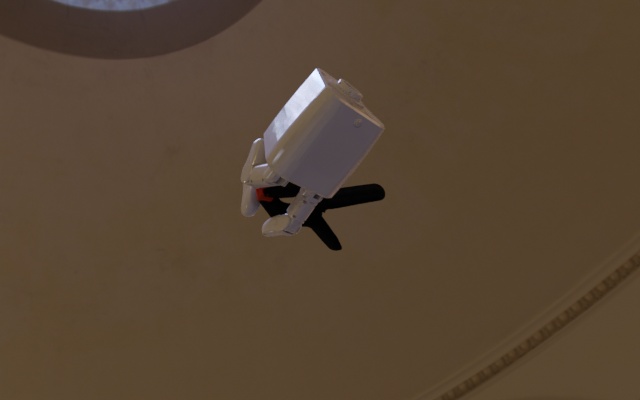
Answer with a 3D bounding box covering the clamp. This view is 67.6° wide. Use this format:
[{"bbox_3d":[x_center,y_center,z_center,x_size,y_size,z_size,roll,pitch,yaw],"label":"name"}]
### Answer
[{"bbox_3d":[0.000,0.002,0.618,0.171,0.120,0.039,25,24,-39],"label":"clamp"}]
